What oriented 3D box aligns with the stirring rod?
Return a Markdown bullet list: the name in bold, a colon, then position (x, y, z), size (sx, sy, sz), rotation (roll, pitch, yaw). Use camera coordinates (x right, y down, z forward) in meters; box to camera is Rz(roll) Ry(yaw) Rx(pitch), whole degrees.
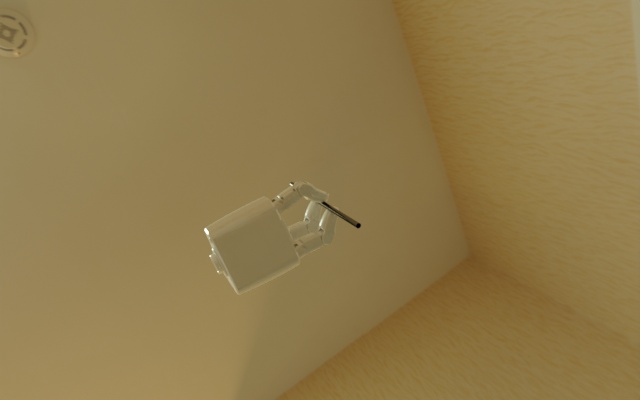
- **stirring rod**: position (0.000, 0.003, 0.767), size (0.011, 0.011, 0.239), rotation (0, 16, -27)
